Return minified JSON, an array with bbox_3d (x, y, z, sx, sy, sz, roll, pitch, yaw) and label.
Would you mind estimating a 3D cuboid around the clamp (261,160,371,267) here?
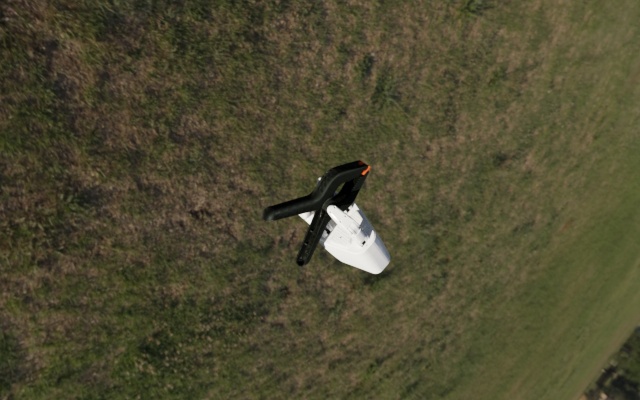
[{"bbox_3d":[0.001,0.003,0.805,0.036,0.210,0.165,37,-8,38],"label":"clamp"}]
